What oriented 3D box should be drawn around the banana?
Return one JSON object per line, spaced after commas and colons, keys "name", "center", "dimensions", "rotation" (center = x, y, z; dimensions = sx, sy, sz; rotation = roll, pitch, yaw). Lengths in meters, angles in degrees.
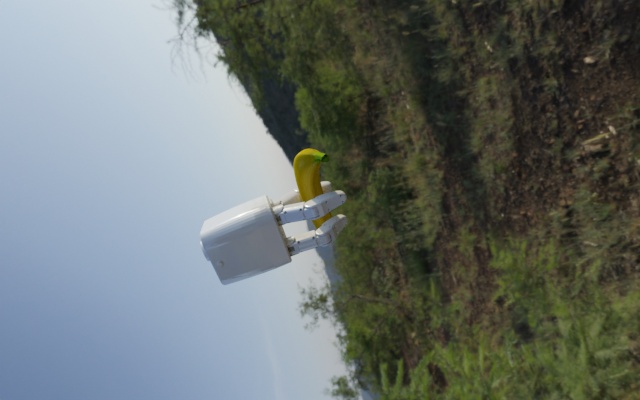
{"name": "banana", "center": [-0.009, -0.012, 0.705], "dimensions": [0.037, 0.069, 0.198], "rotation": [-26, -36, -12]}
